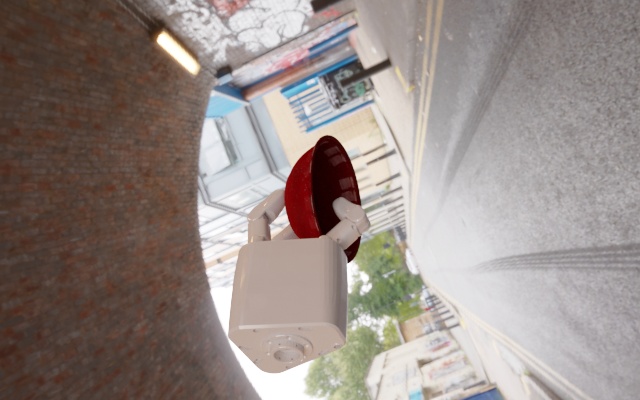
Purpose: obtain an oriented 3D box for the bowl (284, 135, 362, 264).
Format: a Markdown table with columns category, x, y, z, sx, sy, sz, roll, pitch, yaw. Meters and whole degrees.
| category | x | y | z | sx | sy | sz | roll | pitch | yaw |
| --- | --- | --- | --- | --- | --- | --- | --- | --- | --- |
| bowl | 0.000 | 0.001 | 0.601 | 0.055 | 0.162 | 0.162 | -8 | -3 | 24 |
